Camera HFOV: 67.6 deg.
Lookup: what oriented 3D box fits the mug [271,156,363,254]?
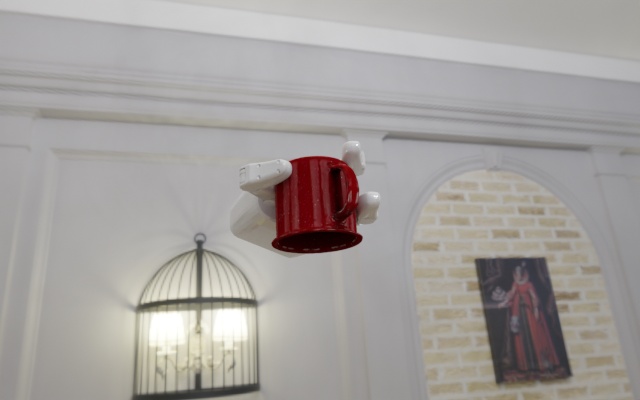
[{"bbox_3d":[0.001,0.001,0.486,0.093,0.081,0.117,7,-22,-28],"label":"mug"}]
